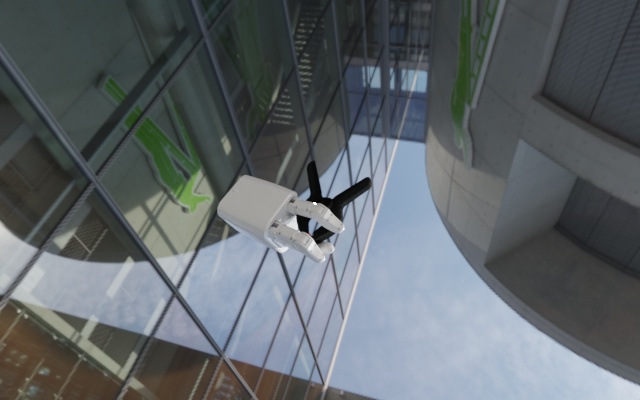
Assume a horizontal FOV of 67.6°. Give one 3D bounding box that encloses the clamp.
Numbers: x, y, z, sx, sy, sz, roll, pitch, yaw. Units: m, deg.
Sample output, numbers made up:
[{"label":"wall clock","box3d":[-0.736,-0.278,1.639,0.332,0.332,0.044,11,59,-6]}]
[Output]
[{"label":"clamp","box3d":[0.000,0.003,0.826,0.120,0.171,0.039,22,-32,22]}]
